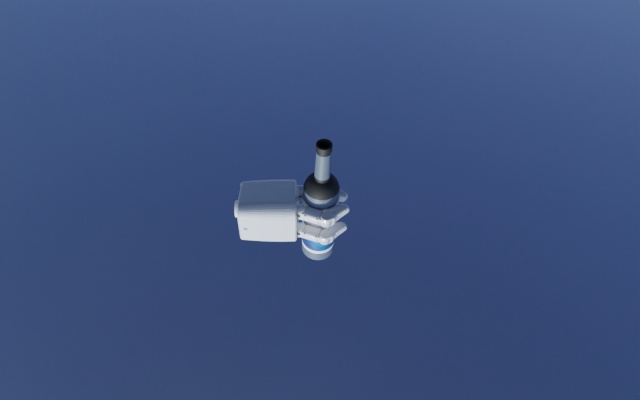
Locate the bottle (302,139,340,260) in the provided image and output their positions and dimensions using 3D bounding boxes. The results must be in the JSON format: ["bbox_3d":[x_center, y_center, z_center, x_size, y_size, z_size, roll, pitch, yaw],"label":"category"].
[{"bbox_3d":[0.000,0.003,0.890,0.069,0.069,0.296,0,-40,-3],"label":"bottle"}]
